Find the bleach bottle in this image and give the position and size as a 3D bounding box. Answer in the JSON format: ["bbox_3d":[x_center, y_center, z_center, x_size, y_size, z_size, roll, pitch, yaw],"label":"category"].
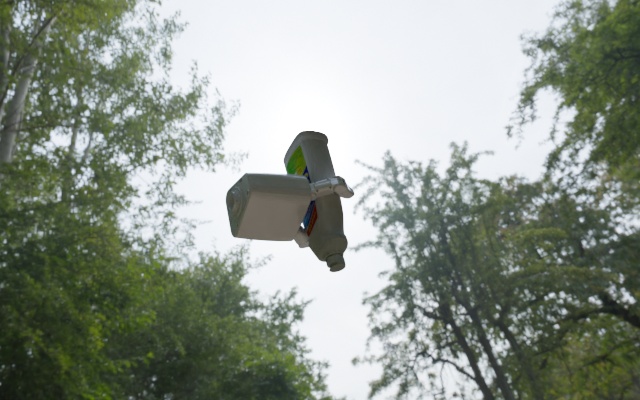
[{"bbox_3d":[0.000,0.003,0.829,0.068,0.250,0.103,4,-38,-30],"label":"bleach bottle"}]
